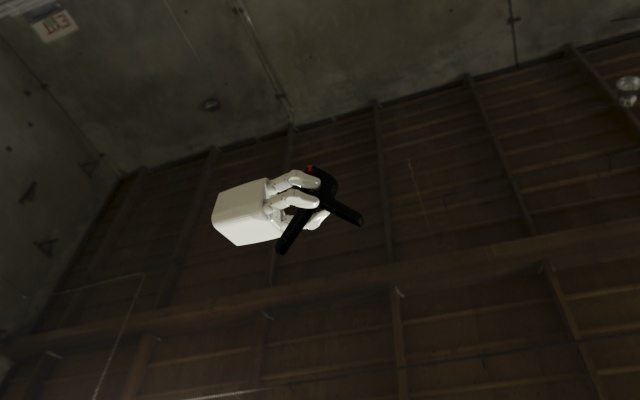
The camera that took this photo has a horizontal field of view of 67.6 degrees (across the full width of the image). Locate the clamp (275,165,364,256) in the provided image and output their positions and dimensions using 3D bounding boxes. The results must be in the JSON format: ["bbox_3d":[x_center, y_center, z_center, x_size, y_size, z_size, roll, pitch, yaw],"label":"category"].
[{"bbox_3d":[0.000,0.003,0.884,0.164,0.036,0.209,-16,40,17],"label":"clamp"}]
